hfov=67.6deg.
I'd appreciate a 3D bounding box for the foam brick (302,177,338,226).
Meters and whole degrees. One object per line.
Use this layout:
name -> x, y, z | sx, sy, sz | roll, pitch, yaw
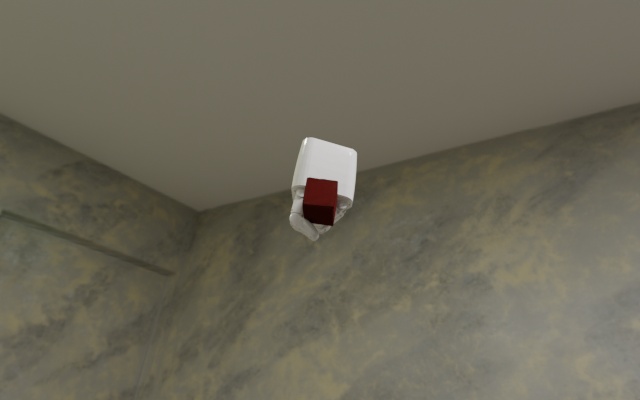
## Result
foam brick -> 0.000, 0.003, 0.800 | 0.053, 0.051, 0.078 | 8, -25, 4
